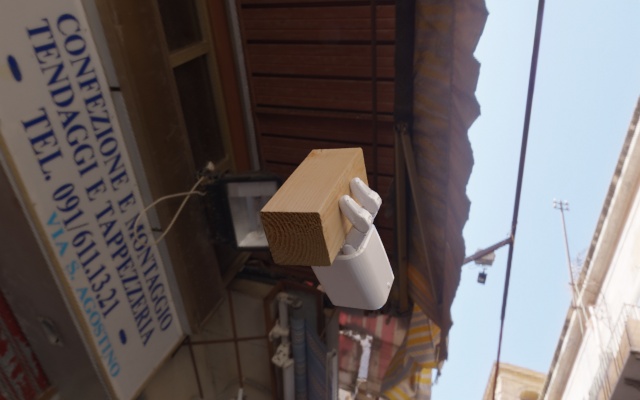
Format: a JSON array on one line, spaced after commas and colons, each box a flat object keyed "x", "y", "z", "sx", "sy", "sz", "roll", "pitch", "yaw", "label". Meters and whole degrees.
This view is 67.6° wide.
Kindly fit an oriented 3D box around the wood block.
[{"x": 0.000, "y": 0.003, "z": 0.729, "sx": 0.091, "sy": 0.090, "sz": 0.206, "roll": -1, "pitch": 29, "yaw": 23, "label": "wood block"}]
